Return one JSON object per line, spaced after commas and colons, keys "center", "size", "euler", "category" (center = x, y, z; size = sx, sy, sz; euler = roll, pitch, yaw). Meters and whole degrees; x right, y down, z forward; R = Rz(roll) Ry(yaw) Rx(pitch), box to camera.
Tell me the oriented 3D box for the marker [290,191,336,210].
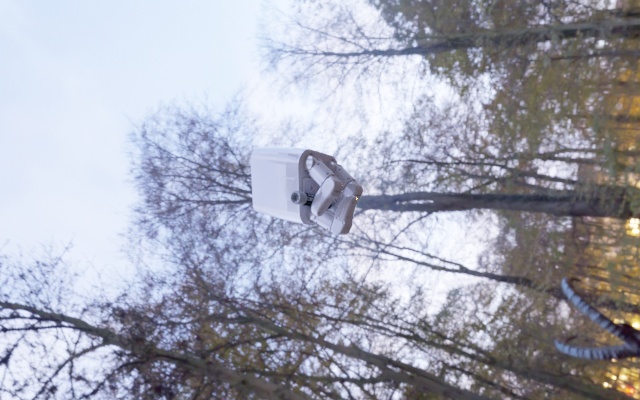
{"center": [0.000, 0.002, 0.705], "size": [0.020, 0.020, 0.121], "euler": [0, -6, 36], "category": "marker"}
